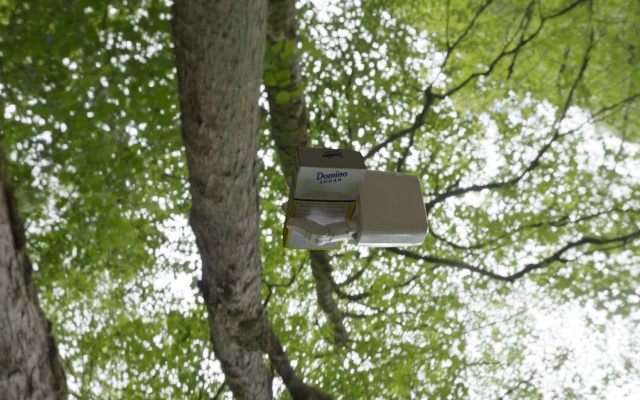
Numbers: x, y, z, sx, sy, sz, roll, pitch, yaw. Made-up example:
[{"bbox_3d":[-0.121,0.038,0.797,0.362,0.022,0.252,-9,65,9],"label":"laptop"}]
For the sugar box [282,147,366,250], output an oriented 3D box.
[{"bbox_3d":[0.000,0.002,0.693,0.093,0.176,0.048,2,44,-13],"label":"sugar box"}]
